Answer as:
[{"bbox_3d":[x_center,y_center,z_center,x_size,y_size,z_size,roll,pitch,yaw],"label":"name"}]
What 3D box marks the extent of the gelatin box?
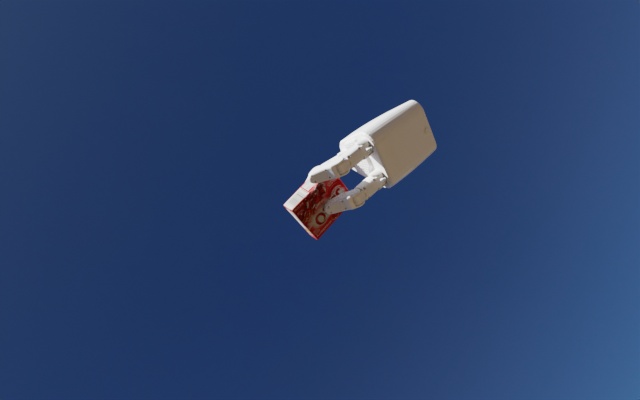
[{"bbox_3d":[0.000,0.002,0.721,0.030,0.089,0.073,30,-16,52],"label":"gelatin box"}]
